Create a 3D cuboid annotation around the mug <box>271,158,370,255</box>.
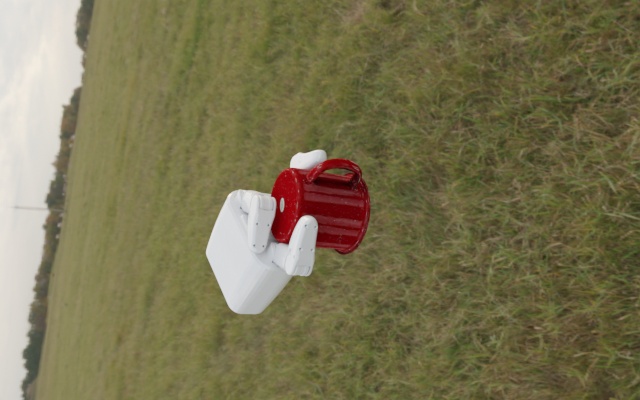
[{"bbox_3d":[0.001,0.001,0.510,0.081,0.093,0.117,8,-45,-28],"label":"mug"}]
